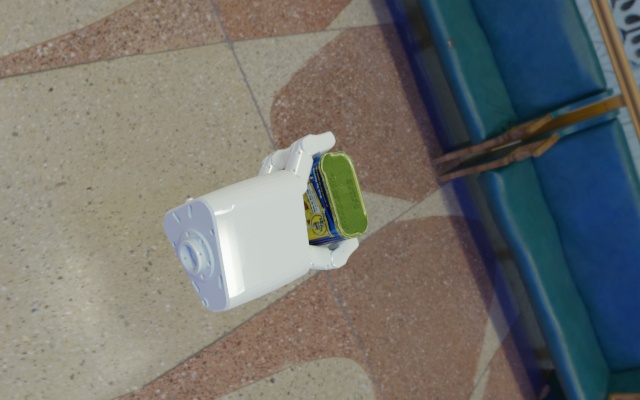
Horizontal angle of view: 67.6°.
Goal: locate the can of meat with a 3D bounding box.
[{"bbox_3d":[0.000,0.002,0.544,0.057,0.102,0.084,-15,-2,-45],"label":"can of meat"}]
